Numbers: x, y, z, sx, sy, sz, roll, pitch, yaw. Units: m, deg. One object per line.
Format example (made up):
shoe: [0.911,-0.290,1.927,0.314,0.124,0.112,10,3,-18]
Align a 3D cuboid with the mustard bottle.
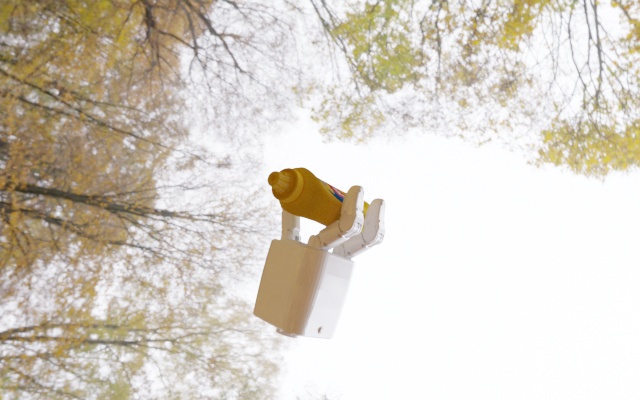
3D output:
mustard bottle: [0.000,0.002,0.617,0.096,0.058,0.192,40,9,39]
